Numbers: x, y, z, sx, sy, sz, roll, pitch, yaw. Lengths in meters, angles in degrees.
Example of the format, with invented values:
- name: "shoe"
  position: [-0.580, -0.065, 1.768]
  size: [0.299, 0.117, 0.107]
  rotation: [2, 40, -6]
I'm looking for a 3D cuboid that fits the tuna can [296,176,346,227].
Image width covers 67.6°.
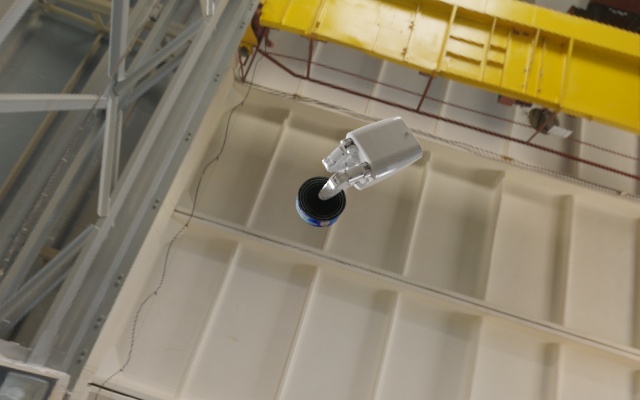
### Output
- name: "tuna can"
  position: [0.000, 0.003, 0.838]
  size: [0.086, 0.086, 0.034]
  rotation: [0, -26, -11]
